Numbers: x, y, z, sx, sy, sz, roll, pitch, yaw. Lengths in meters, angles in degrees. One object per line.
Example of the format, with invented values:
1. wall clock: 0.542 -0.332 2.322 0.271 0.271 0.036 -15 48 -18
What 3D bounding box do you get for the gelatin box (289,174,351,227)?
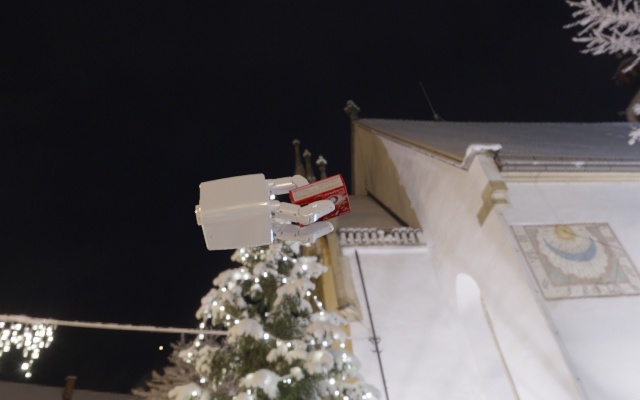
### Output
1. gelatin box: 0.000 0.002 0.775 0.089 0.030 0.073 -19 -38 -2
